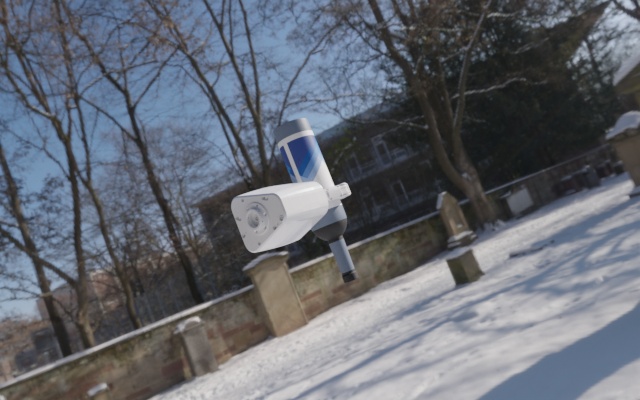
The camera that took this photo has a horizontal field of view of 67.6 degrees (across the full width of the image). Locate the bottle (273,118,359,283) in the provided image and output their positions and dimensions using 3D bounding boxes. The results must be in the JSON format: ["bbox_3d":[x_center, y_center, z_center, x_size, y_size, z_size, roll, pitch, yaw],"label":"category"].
[{"bbox_3d":[0.000,0.002,0.842,0.069,0.295,0.069,-22,-5,-2],"label":"bottle"}]
